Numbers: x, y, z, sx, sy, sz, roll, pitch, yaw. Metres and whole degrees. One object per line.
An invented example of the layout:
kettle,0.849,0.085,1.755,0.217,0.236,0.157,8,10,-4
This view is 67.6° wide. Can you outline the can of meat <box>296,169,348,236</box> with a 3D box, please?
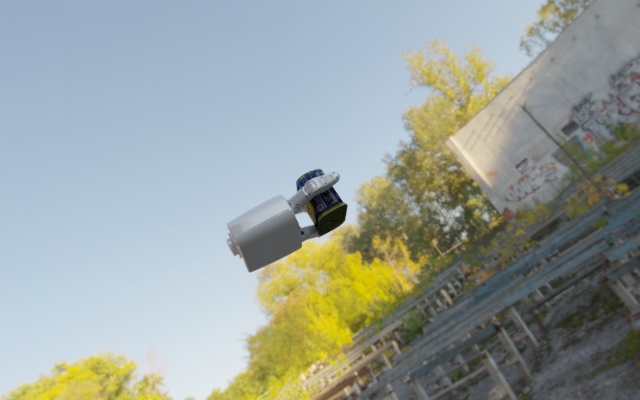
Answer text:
can of meat,0.000,0.002,0.836,0.057,0.084,0.102,-29,-20,-12
